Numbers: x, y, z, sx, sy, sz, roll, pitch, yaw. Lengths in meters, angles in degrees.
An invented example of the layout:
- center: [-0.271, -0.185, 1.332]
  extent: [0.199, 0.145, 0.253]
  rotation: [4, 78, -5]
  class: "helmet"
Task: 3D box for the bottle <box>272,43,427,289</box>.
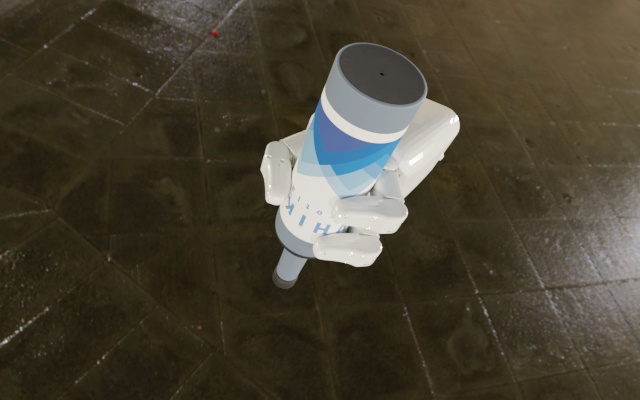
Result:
- center: [0.000, 0.001, 0.432]
  extent: [0.069, 0.069, 0.296]
  rotation: [0, -36, -21]
  class: "bottle"
